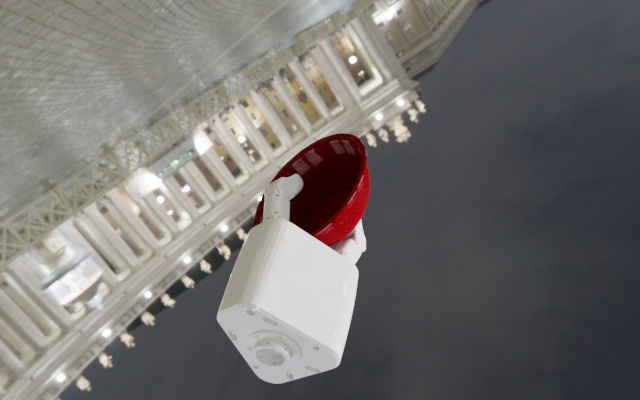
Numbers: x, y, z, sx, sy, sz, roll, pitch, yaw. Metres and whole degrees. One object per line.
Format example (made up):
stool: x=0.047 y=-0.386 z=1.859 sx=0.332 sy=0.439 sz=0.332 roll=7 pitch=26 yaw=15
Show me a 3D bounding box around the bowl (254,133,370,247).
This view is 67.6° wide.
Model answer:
bowl: x=0.001 y=0.001 z=0.546 sx=0.162 sy=0.162 sz=0.055 roll=0 pitch=-35 yaw=49
